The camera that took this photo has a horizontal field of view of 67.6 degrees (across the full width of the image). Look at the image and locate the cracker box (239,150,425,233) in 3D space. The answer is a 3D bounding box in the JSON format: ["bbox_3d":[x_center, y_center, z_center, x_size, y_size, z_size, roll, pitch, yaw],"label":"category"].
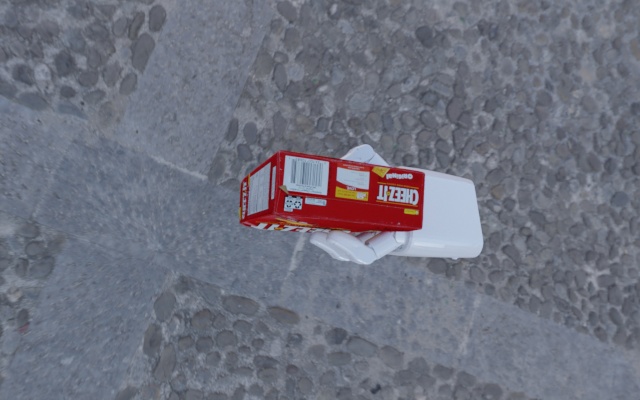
[{"bbox_3d":[0.000,0.002,0.576,0.164,0.072,0.214,7,-8,-18],"label":"cracker box"}]
